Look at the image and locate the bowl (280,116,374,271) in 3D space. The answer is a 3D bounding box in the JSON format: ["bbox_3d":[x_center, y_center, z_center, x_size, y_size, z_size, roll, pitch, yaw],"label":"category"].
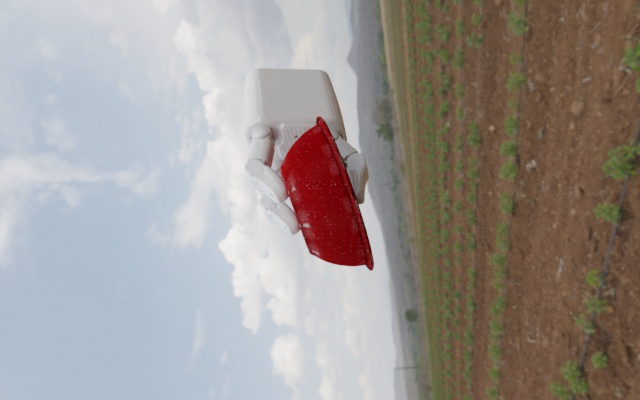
[{"bbox_3d":[0.000,0.002,0.475,0.055,0.162,0.162,-19,1,-3],"label":"bowl"}]
